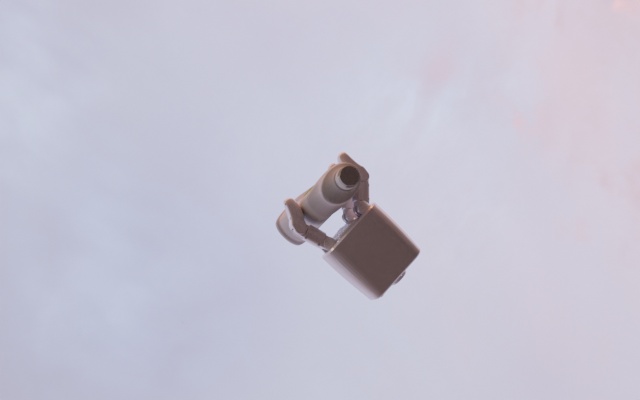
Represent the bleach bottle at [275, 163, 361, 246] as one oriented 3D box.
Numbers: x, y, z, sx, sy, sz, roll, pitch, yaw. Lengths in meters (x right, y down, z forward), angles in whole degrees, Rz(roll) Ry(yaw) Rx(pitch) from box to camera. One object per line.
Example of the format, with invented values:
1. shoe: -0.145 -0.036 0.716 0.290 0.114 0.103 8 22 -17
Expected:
1. bleach bottle: 0.000 0.002 0.752 0.068 0.102 0.251 43 -21 -2
